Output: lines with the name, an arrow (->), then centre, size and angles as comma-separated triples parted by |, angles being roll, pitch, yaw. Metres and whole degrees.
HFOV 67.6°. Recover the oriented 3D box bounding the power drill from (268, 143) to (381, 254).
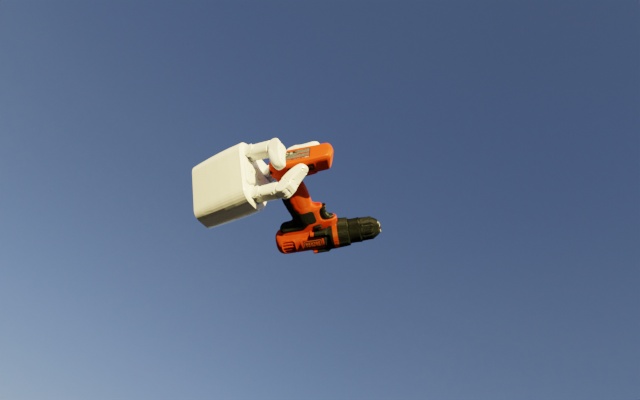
power drill -> 0.000, 0.002, 0.797 | 0.184, 0.188, 0.057 | -10, 28, 4
